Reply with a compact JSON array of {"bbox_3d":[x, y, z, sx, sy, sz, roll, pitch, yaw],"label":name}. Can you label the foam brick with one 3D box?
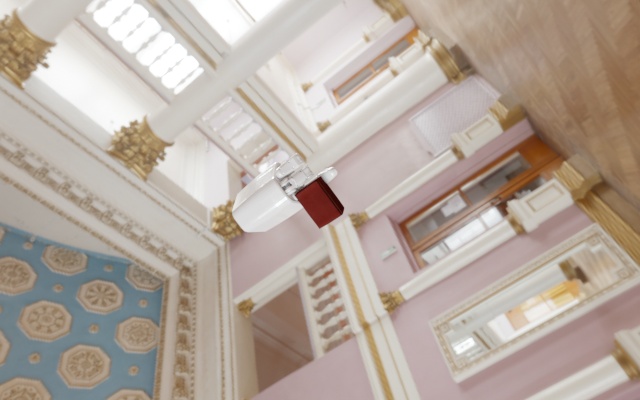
[{"bbox_3d":[0.000,0.003,0.867,0.051,0.078,0.053,-36,4,13],"label":"foam brick"}]
